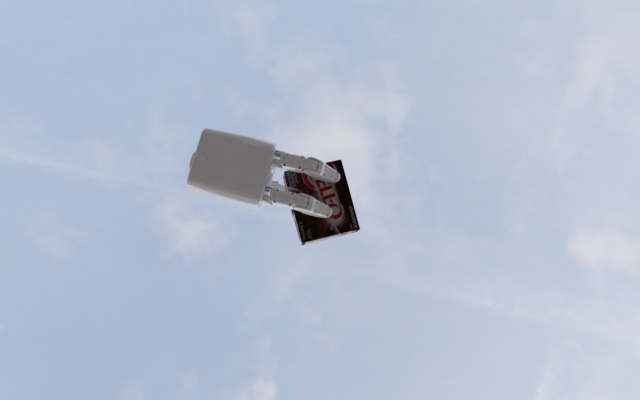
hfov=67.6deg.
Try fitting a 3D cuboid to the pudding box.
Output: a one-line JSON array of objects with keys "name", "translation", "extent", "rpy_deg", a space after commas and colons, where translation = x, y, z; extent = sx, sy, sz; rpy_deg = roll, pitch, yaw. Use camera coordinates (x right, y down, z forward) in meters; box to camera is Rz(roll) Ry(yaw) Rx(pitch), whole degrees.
[{"name": "pudding box", "translation": [0.000, 0.002, 0.711], "extent": [0.090, 0.113, 0.039], "rpy_deg": [-13, -8, -10]}]
